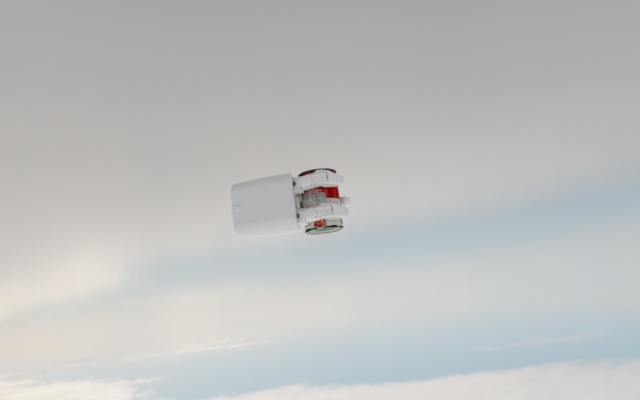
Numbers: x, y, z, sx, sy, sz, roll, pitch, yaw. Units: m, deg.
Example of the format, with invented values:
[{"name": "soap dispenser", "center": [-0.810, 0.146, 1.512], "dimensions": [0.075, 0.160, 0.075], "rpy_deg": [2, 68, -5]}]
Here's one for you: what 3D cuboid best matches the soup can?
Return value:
[{"name": "soup can", "center": [0.001, 0.003, 0.817], "dimensions": [0.068, 0.102, 0.068], "rpy_deg": [-7, -12, -2]}]
